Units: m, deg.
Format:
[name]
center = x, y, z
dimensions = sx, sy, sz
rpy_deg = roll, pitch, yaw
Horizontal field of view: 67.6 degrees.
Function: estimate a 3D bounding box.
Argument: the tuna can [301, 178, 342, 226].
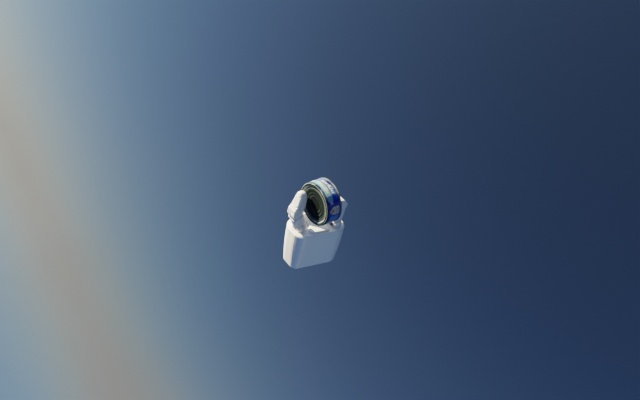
[tuna can]
center = 0.000, 0.003, 0.887
dimensions = 0.033, 0.086, 0.086
rpy_deg = -19, 11, -33
